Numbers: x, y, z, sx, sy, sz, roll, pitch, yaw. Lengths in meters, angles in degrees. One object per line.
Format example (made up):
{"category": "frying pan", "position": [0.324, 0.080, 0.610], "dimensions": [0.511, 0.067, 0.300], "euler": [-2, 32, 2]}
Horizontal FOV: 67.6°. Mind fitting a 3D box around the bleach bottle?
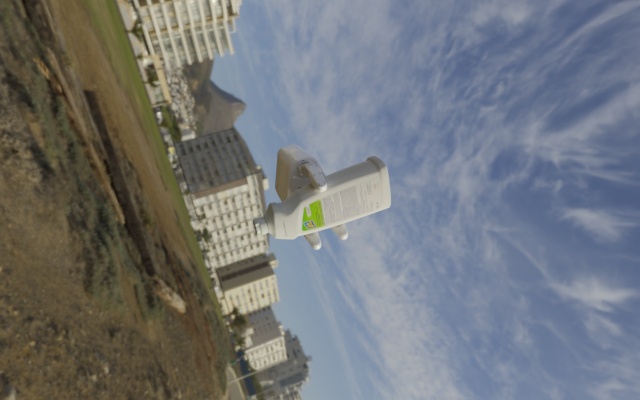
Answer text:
{"category": "bleach bottle", "position": [0.000, 0.003, 0.859], "dimensions": [0.251, 0.103, 0.068], "euler": [-18, 27, -14]}
